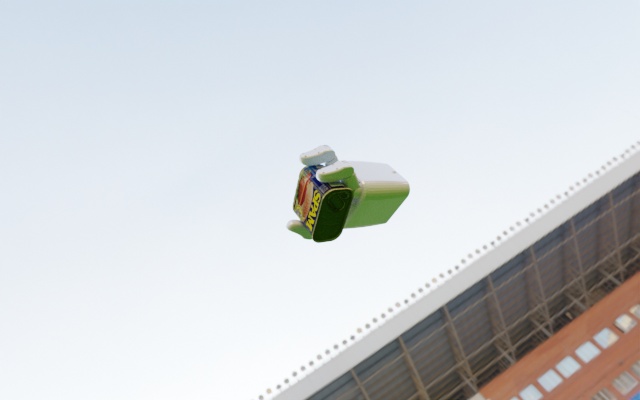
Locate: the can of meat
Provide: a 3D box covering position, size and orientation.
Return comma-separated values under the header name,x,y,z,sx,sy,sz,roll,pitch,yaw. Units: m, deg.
name,x,y,z,sx,sy,sz,roll,pitch,yaw
can of meat,0.000,0.002,0.771,0.057,0.102,0.084,-6,36,-31
